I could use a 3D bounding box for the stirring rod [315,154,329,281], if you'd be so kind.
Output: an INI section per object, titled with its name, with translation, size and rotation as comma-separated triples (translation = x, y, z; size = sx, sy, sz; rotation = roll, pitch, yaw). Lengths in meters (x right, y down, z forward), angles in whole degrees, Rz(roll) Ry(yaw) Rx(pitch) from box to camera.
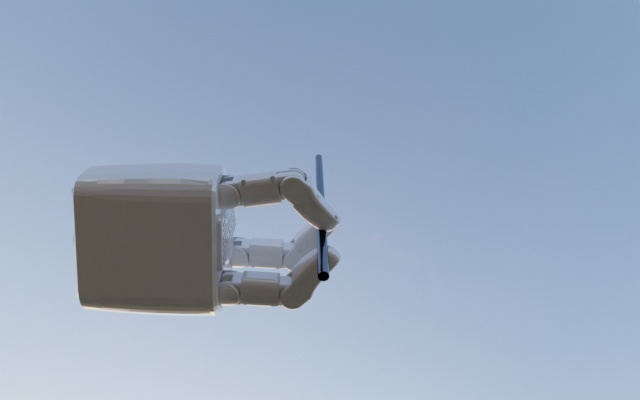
[stirring rod]
translation = 0.000, 0.001, 0.432
size = 0.011, 0.011, 0.239
rotation = 0, 25, -1
